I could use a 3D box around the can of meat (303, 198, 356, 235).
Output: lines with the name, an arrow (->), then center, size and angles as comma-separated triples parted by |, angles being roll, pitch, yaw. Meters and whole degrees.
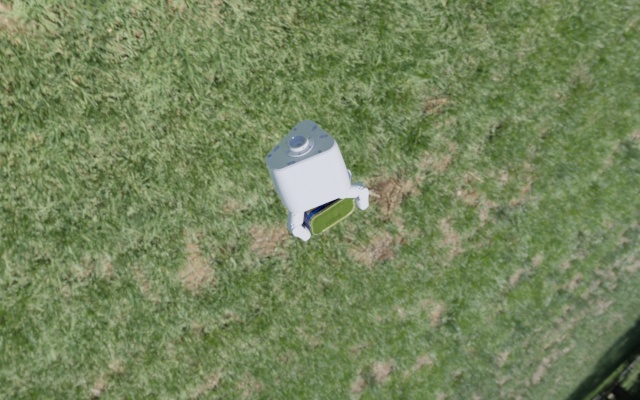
can of meat -> 0.000, 0.003, 0.856 | 0.102, 0.057, 0.084 | -33, 50, -15
